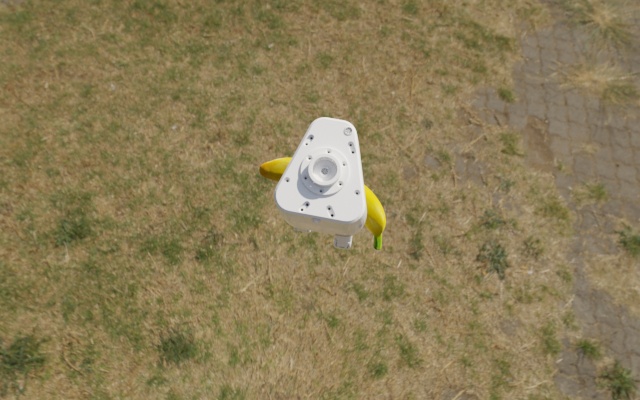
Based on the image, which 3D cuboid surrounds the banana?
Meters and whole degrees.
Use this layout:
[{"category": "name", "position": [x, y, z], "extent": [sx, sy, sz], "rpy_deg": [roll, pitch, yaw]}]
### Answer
[{"category": "banana", "position": [0.013, -0.011, 0.631], "extent": [0.198, 0.070, 0.037], "rpy_deg": [34, 16, 2]}]
